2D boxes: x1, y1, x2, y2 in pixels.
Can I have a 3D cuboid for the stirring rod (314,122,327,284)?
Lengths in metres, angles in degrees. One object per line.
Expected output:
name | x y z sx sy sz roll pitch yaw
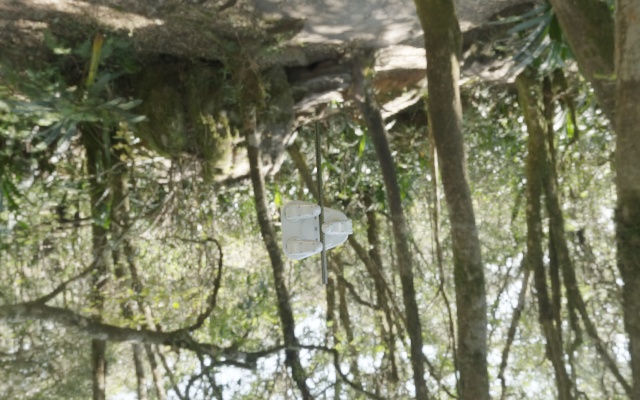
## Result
stirring rod | 0.000 0.002 0.709 0.011 0.239 0.011 -3 -3 0
